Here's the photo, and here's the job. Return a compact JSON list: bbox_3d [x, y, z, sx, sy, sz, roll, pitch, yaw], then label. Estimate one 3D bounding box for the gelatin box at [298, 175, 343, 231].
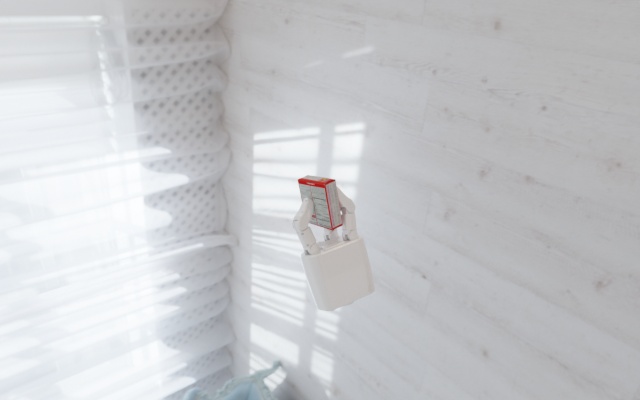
[{"bbox_3d":[0.000,0.003,0.845,0.030,0.089,0.073,-26,25,-36],"label":"gelatin box"}]
